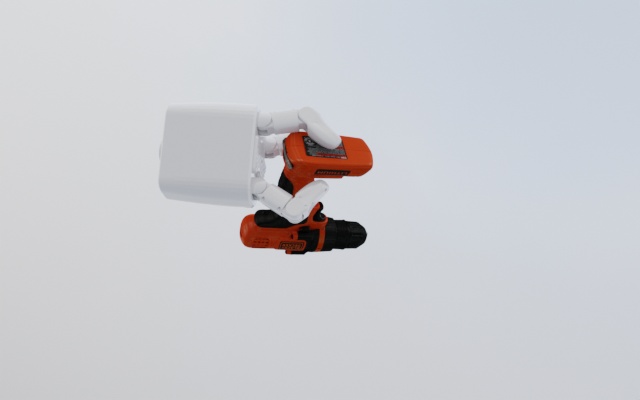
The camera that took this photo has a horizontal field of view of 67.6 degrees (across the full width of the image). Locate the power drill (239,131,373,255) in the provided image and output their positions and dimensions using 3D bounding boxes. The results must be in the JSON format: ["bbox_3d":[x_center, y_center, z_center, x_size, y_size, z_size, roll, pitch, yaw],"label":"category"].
[{"bbox_3d":[0.000,0.002,0.618,0.184,0.057,0.188,2,-44,-21],"label":"power drill"}]
